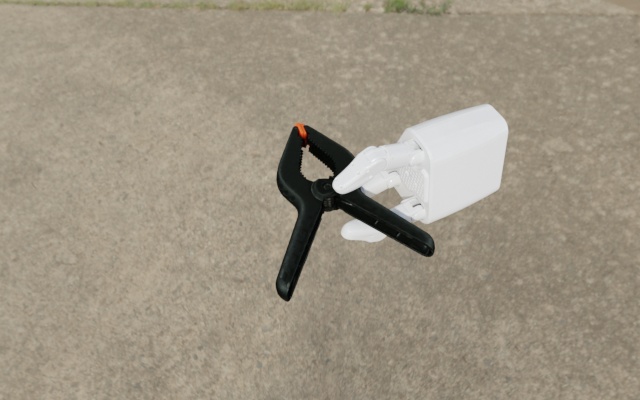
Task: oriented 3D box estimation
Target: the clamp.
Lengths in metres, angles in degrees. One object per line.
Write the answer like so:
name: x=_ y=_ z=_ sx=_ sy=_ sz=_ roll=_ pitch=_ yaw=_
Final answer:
clamp: x=0.000 y=0.001 z=0.511 sx=0.164 sy=0.210 sz=0.036 roll=-21 pitch=-31 yaw=-16
